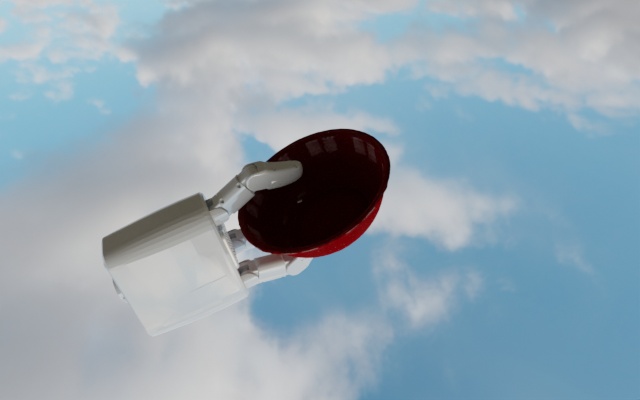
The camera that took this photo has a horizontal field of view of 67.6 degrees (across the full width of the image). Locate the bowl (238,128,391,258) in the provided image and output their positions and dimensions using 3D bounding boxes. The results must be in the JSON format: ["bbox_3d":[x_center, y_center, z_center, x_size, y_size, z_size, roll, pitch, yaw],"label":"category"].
[{"bbox_3d":[0.001,0.001,0.482,0.162,0.162,0.055,0,-40,31],"label":"bowl"}]
